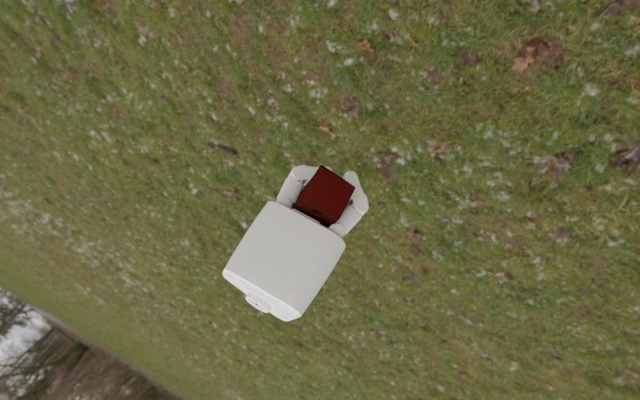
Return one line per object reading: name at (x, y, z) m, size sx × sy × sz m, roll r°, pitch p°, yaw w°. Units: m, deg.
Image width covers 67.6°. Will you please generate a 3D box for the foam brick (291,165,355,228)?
foam brick at (0.000, 0.002, 0.601) m, size 0.053 × 0.051 × 0.078 m, roll 32°, pitch -25°, yaw -5°
